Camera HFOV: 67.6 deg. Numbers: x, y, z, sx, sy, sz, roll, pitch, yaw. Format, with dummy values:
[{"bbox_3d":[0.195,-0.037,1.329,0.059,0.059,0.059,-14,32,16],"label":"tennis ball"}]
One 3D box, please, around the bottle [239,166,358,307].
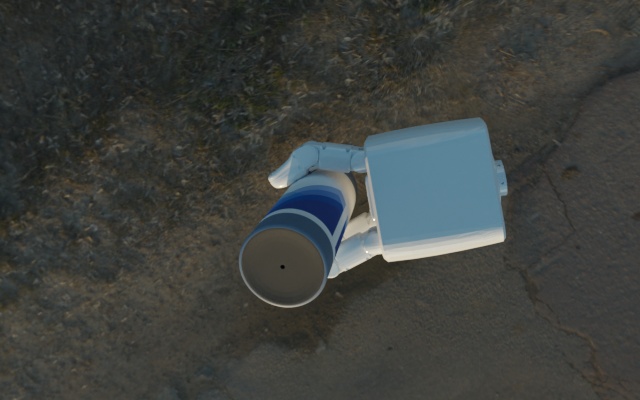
[{"bbox_3d":[0.000,0.002,0.479,0.069,0.069,0.295,0,18,11],"label":"bottle"}]
